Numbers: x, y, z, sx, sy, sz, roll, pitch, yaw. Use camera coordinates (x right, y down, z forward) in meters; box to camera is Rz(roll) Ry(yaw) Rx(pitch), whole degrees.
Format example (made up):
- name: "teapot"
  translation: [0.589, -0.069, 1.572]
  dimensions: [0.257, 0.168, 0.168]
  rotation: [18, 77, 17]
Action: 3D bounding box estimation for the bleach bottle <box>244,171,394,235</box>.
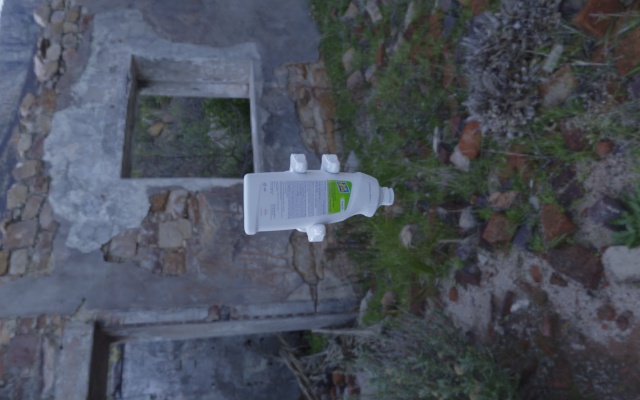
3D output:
- name: "bleach bottle"
  translation: [0.000, 0.003, 0.801]
  dimensions: [0.251, 0.102, 0.068]
  rotation: [-1, 4, -12]
